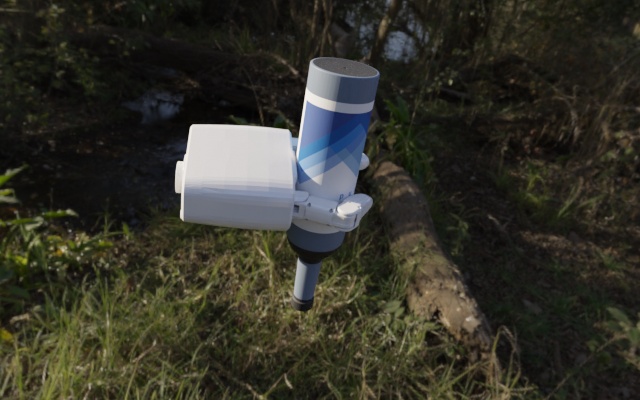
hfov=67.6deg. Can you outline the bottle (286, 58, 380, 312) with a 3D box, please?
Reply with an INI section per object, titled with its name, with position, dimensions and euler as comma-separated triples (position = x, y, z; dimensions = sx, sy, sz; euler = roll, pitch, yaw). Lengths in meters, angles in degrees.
[bottle]
position = 0.000, 0.001, 0.518
dimensions = 0.069, 0.296, 0.069
euler = 8, 29, -4
